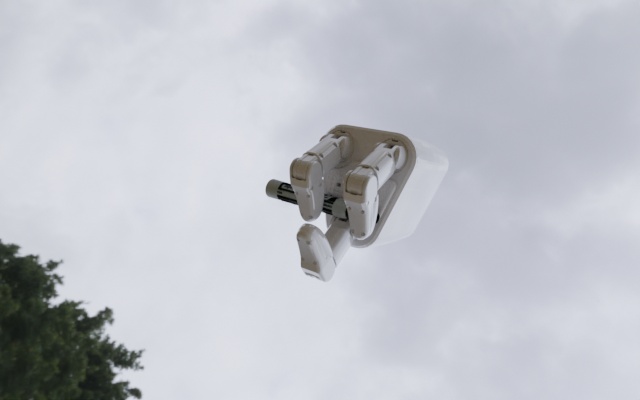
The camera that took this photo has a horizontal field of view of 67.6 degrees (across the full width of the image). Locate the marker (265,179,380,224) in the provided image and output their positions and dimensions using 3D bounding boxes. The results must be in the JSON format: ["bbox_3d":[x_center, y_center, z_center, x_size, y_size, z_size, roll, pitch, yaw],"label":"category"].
[{"bbox_3d":[0.000,0.001,0.444,0.121,0.020,0.020,16,8,32],"label":"marker"}]
